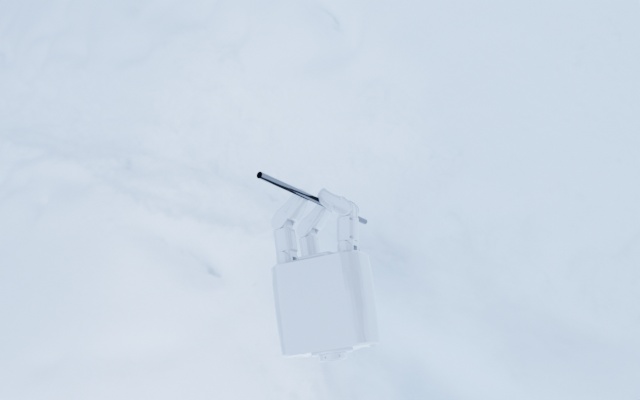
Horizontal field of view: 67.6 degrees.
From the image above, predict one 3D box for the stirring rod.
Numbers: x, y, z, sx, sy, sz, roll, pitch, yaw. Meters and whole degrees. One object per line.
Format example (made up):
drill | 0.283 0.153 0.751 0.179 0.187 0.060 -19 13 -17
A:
stirring rod | 0.000 0.002 0.608 0.011 0.011 0.239 0 -14 34
